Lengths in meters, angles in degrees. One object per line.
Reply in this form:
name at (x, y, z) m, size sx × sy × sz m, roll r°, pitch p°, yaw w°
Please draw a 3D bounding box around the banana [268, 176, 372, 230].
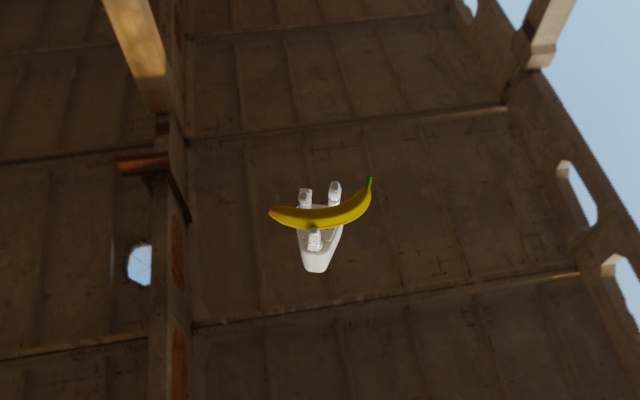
banana at (0.009, 0.018, 0.852) m, size 0.198 × 0.069 × 0.037 m, roll -17°, pitch -24°, yaw -8°
